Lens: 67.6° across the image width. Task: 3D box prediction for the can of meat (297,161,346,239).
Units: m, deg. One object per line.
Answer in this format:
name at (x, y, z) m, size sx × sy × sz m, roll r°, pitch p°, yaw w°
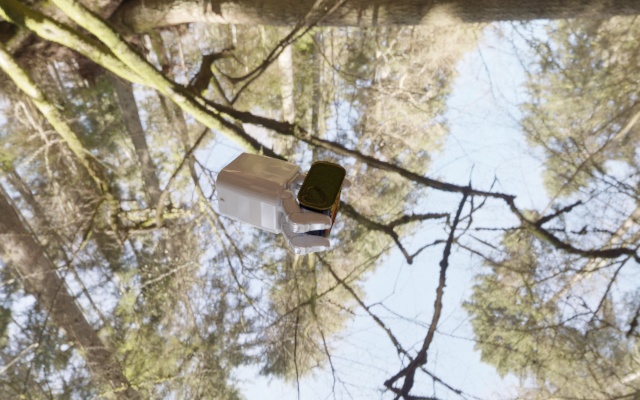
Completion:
can of meat at (0.000, 0.003, 0.754) m, size 0.057 × 0.084 × 0.102 m, roll 15°, pitch 47°, yaw 9°
